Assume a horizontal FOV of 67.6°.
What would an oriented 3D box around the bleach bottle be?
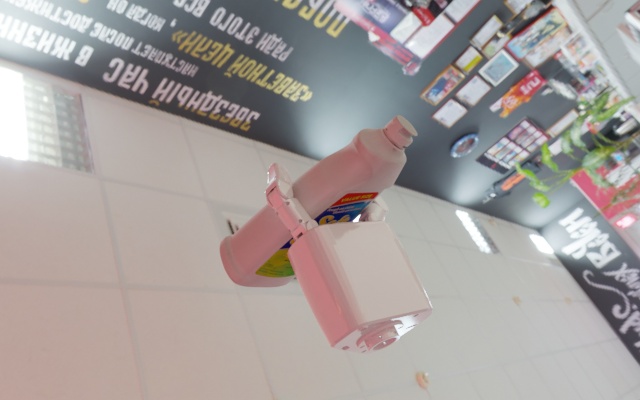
[{"bbox_3d":[0.000,0.002,0.523,0.102,0.068,0.251,13,-48,-47],"label":"bleach bottle"}]
